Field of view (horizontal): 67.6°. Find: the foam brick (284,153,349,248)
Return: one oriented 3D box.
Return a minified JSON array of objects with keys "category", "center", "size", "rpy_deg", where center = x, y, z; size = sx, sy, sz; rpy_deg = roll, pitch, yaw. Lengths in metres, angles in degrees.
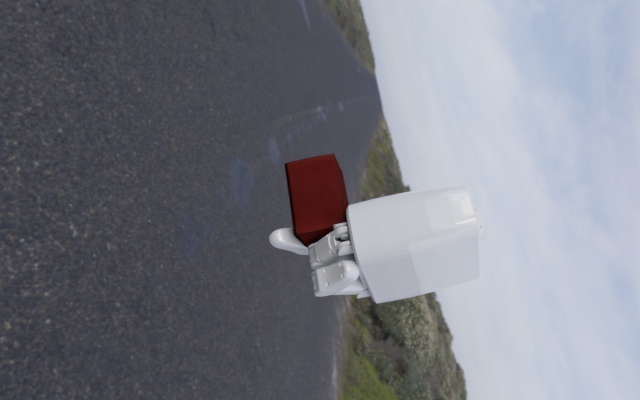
[{"category":"foam brick","center":[0.000,0.001,0.474],"size":[0.051,0.078,0.053],"rpy_deg":[-13,-22,10]}]
